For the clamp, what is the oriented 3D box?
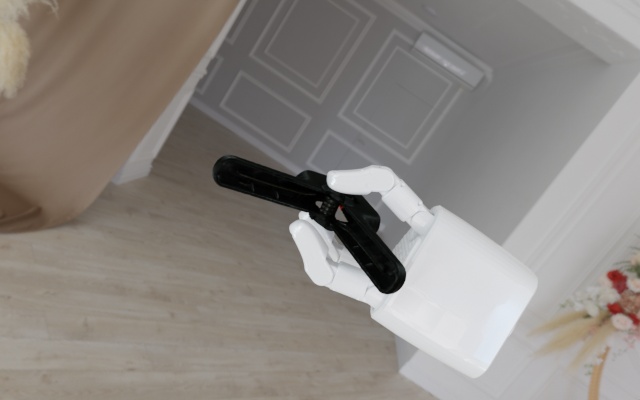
[{"bbox_3d":[0.001,0.001,0.433,0.164,0.036,0.210,32,12,0],"label":"clamp"}]
